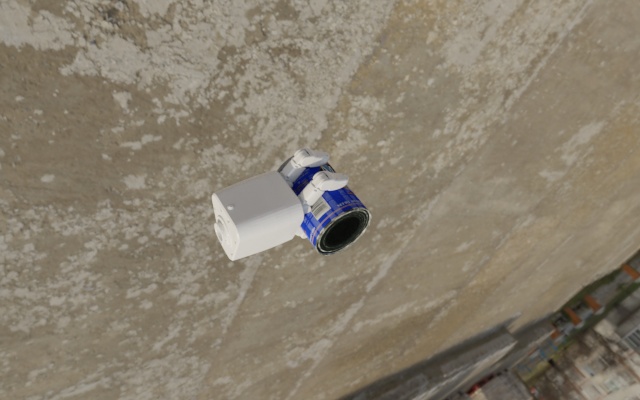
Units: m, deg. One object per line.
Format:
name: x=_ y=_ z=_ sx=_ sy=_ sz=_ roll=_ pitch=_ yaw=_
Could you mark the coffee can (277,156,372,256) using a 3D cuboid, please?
coffee can: x=0.000 y=0.002 z=0.766 sx=0.103 sy=0.103 sz=0.140 roll=0 pitch=42 yaw=-45
